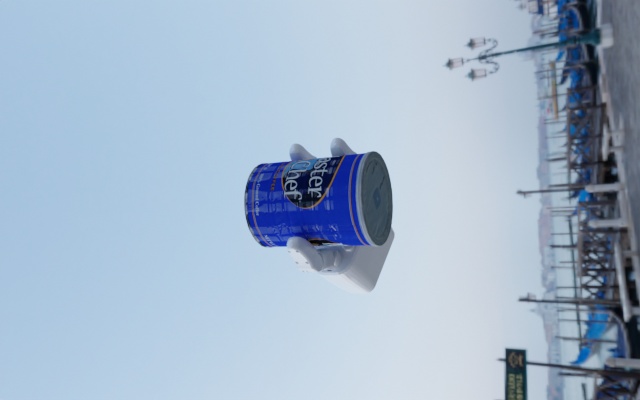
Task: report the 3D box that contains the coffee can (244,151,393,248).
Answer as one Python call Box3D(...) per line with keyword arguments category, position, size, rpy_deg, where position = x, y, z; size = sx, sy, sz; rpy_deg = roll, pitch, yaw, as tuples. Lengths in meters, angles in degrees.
Box3D(category="coffee can", position=(0.000, 0.002, 0.543), size=(0.140, 0.103, 0.103), rpy_deg=(-3, -2, 25))
